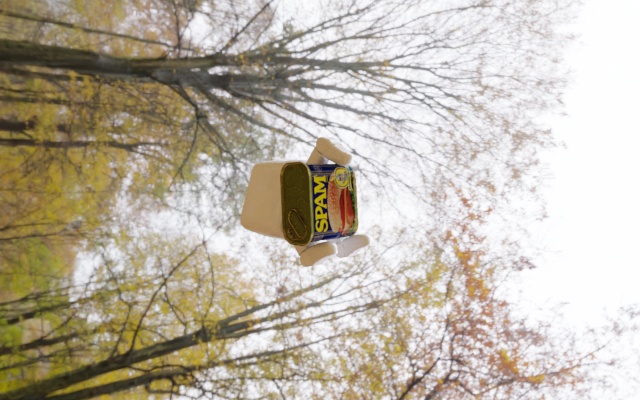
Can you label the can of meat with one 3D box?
[{"bbox_3d":[0.000,0.002,0.605,0.084,0.102,0.057,-4,3,-41],"label":"can of meat"}]
